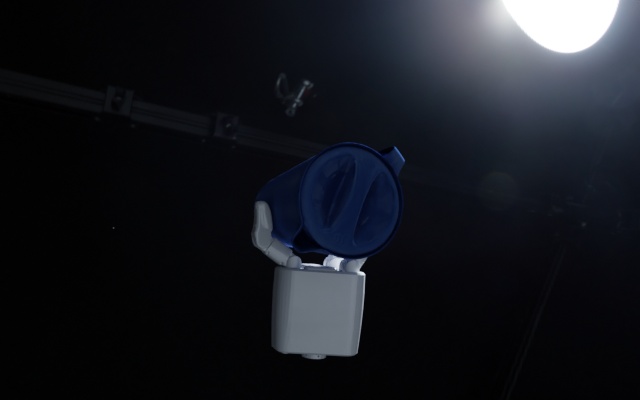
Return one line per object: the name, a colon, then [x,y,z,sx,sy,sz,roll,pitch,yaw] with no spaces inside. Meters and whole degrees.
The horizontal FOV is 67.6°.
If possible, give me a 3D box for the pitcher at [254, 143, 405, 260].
pitcher: [0.000,0.002,0.647,0.149,0.145,0.243,6,-6,-23]
